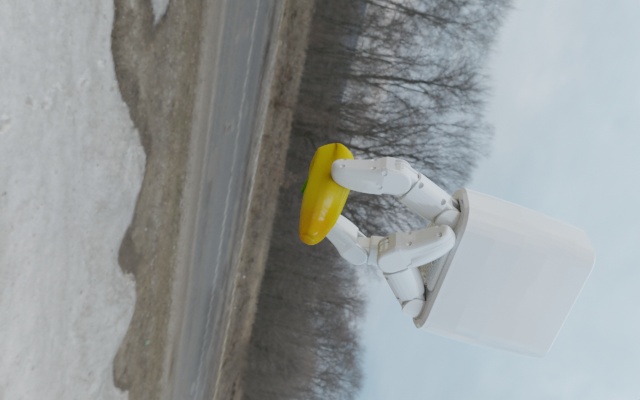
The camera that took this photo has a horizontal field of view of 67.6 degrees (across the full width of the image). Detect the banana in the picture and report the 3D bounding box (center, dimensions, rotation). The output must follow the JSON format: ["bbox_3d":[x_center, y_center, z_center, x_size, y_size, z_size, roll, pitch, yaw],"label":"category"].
[{"bbox_3d":[0.006,-0.017,0.426,0.037,0.069,0.197,19,10,-4],"label":"banana"}]
